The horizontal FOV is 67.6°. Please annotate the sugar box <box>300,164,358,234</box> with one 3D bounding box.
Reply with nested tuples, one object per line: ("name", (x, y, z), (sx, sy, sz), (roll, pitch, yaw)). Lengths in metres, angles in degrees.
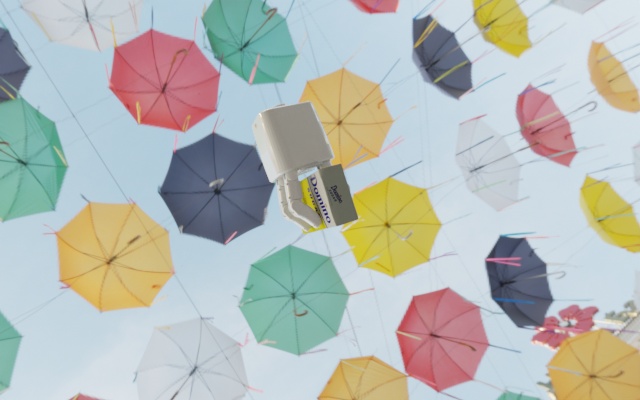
("sugar box", (0.000, 0.003, 0.802), (0.048, 0.093, 0.176), (-17, -3, -18))
